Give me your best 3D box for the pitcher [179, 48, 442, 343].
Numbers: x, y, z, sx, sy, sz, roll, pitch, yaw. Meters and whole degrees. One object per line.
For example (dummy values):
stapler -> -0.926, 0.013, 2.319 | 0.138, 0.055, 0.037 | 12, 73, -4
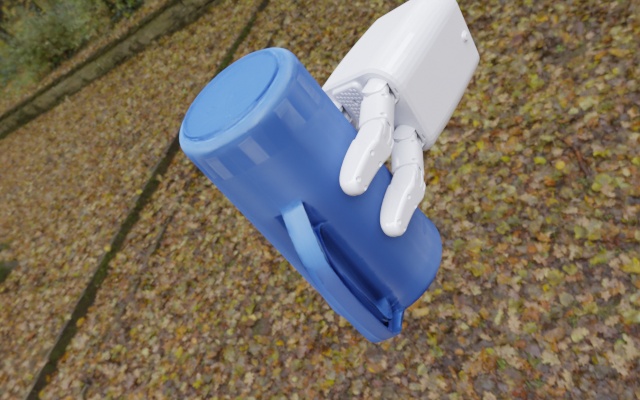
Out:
pitcher -> 0.000, 0.001, 0.408 | 0.149, 0.145, 0.243 | 16, -25, 49
